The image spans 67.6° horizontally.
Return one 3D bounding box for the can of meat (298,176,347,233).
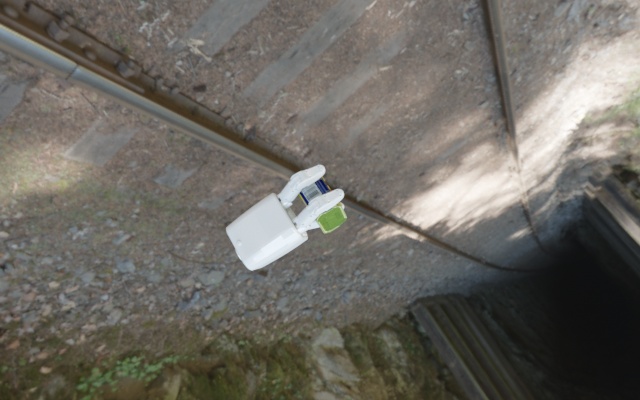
[{"bbox_3d":[0.000,0.003,0.849,0.057,0.084,0.102,-33,-23,-1],"label":"can of meat"}]
